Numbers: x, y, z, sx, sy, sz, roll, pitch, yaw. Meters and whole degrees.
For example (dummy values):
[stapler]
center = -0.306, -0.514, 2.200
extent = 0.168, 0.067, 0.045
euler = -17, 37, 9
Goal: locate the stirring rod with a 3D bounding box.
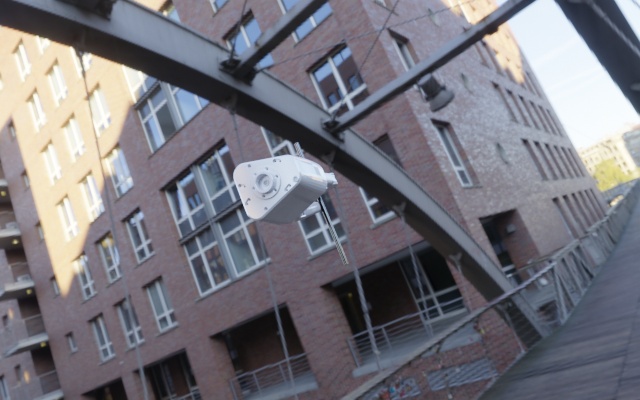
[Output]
[stirring rod]
center = 0.000, 0.003, 0.860
extent = 0.011, 0.239, 0.011
euler = -21, -12, -5
